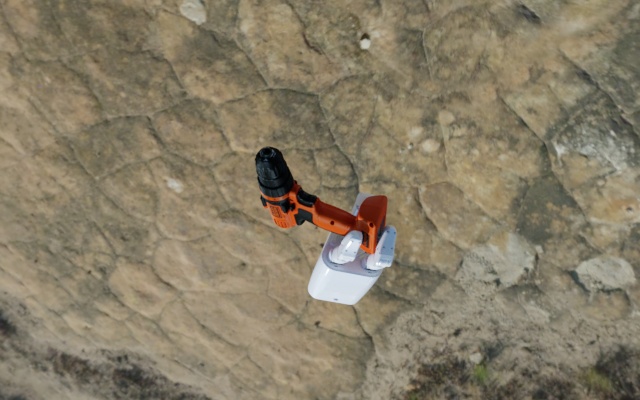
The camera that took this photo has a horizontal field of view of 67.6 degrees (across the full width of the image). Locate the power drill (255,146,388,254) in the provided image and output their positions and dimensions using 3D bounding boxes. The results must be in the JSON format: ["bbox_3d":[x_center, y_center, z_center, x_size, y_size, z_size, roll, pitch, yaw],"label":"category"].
[{"bbox_3d":[0.001,0.003,0.687,0.187,0.057,0.184,19,-25,16],"label":"power drill"}]
